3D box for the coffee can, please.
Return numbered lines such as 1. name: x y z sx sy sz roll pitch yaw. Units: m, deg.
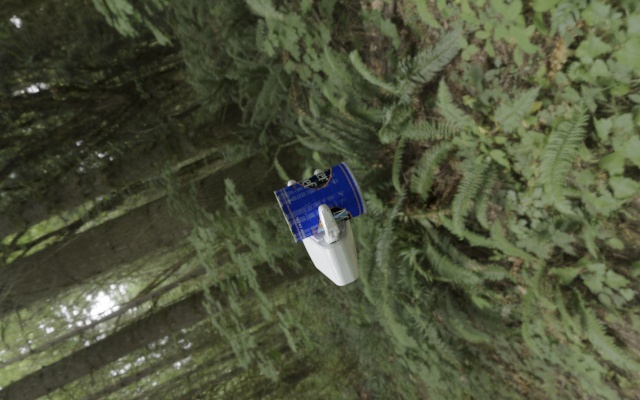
1. coffee can: 0.000 0.003 0.870 0.140 0.103 0.103 -23 2 -5
